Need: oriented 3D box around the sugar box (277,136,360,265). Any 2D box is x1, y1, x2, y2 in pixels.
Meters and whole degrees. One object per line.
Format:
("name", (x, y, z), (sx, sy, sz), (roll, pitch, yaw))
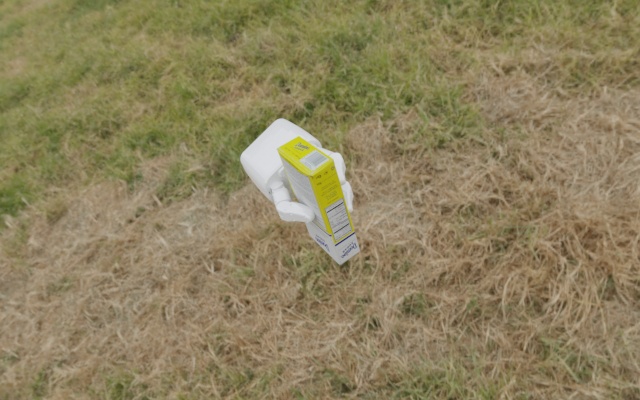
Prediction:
("sugar box", (0.000, 0.002, 0.688), (0.048, 0.176, 0.093), (-34, 42, -14))
